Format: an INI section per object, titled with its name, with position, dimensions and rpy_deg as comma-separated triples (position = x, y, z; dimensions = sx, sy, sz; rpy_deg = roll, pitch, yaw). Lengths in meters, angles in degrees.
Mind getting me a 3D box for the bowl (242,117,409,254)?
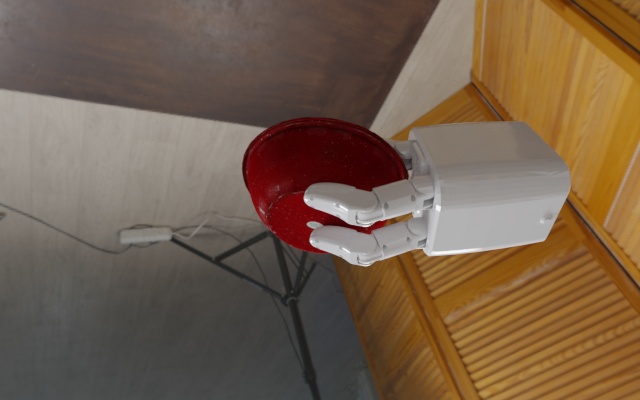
[bowl]
position = -0.001, 0.002, 0.445
dimensions = 0.162, 0.055, 0.162
rpy_deg = 6, -40, 5
